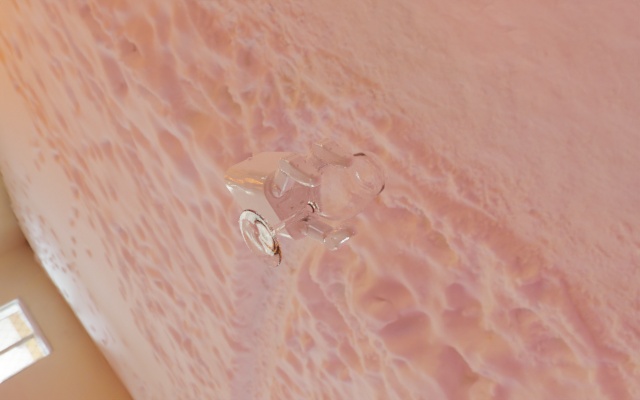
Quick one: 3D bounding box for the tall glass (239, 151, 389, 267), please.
[{"bbox_3d":[0.000,0.002,0.600,0.201,0.079,0.079,-31,19,-35],"label":"tall glass"}]
